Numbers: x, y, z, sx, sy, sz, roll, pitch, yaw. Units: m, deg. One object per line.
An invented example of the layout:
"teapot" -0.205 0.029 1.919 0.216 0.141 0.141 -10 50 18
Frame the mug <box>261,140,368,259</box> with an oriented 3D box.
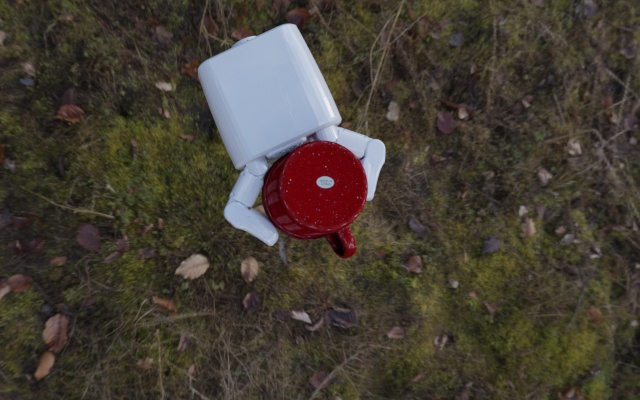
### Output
"mug" 0.001 0.003 0.446 0.093 0.117 0.081 -25 1 -13
